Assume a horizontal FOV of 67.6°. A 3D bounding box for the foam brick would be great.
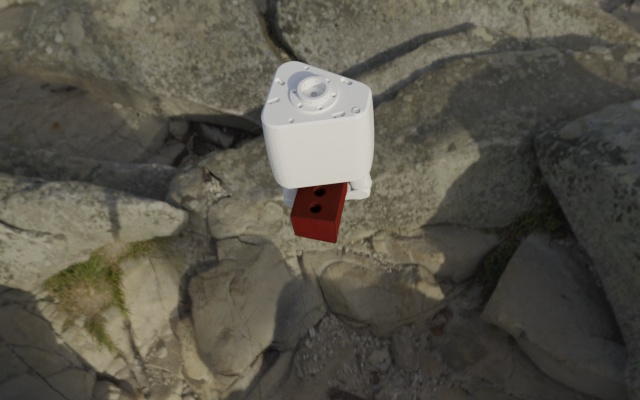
[{"bbox_3d":[0.000,0.002,0.564,0.053,0.078,0.051,8,-29,9],"label":"foam brick"}]
